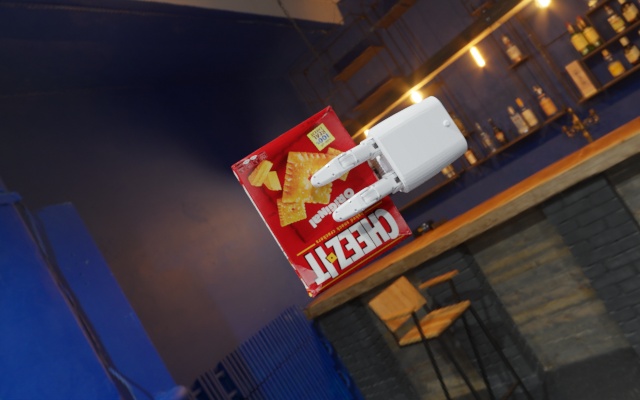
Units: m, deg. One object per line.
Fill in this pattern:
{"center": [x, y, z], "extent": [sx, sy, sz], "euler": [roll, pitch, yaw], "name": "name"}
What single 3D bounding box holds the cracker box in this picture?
{"center": [0.000, 0.002, 0.671], "extent": [0.164, 0.213, 0.072], "euler": [-32, -5, -7], "name": "cracker box"}
